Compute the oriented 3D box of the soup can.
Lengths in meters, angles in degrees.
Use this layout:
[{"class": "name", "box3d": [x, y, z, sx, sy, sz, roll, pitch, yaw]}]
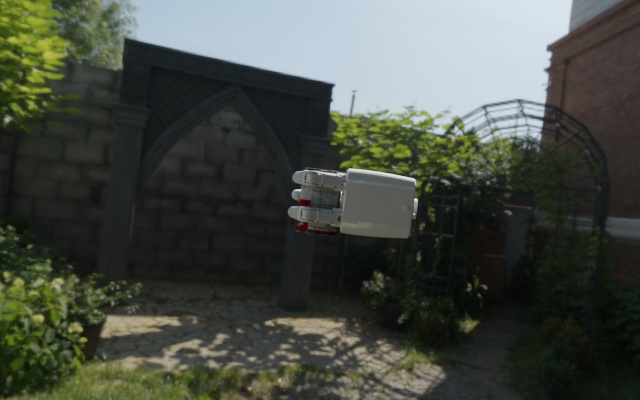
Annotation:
[{"class": "soup can", "box3d": [0.000, 0.002, 0.766, 0.068, 0.102, 0.068, 7, 1, 0]}]
